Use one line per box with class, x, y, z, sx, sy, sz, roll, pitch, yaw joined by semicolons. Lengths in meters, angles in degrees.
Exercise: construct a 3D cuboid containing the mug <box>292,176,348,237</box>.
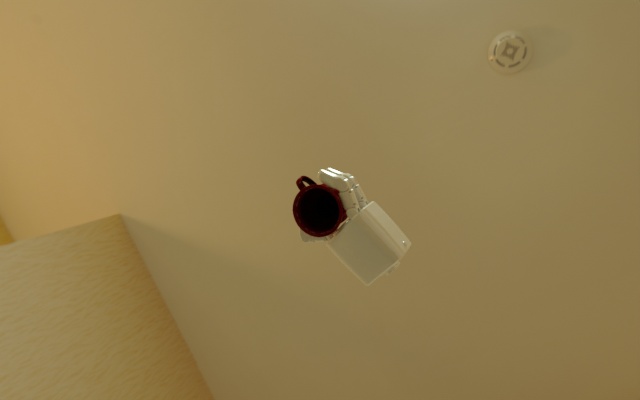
mug;-0.001;0.002;0.863;0.093;0.117;0.081;-44;-7;22
